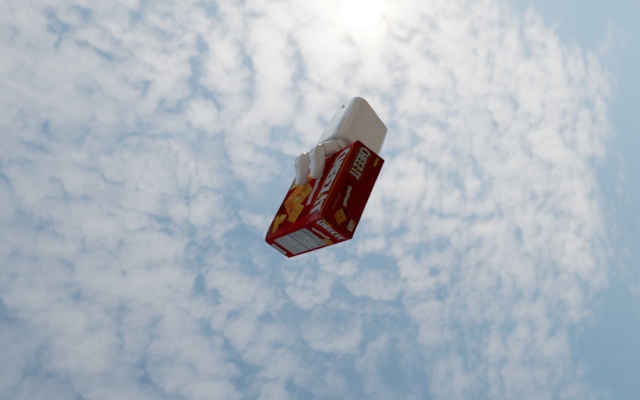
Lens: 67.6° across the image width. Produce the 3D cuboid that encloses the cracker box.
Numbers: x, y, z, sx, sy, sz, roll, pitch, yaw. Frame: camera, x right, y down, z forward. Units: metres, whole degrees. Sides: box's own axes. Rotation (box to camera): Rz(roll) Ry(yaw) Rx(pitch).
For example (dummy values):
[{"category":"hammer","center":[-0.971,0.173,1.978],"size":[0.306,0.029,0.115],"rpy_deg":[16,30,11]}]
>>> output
[{"category":"cracker box","center":[0.000,0.003,0.848],"size":[0.072,0.164,0.214],"rpy_deg":[35,-30,-19]}]
